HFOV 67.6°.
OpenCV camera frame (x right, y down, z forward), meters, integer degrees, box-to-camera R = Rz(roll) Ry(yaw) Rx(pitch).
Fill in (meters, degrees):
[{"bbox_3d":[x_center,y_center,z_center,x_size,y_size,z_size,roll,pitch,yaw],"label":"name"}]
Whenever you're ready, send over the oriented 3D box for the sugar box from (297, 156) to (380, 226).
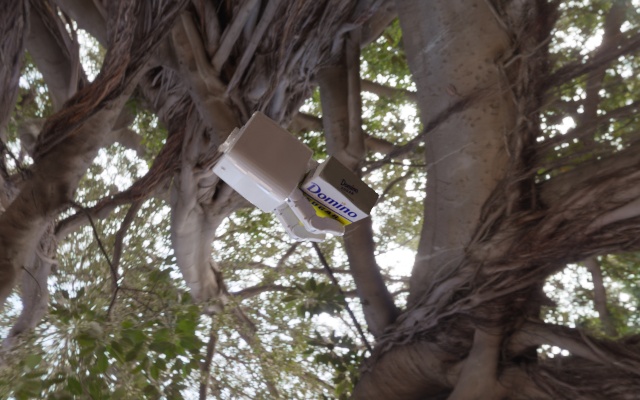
[{"bbox_3d":[0.000,0.003,0.721,0.093,0.048,0.176,38,-27,-13],"label":"sugar box"}]
